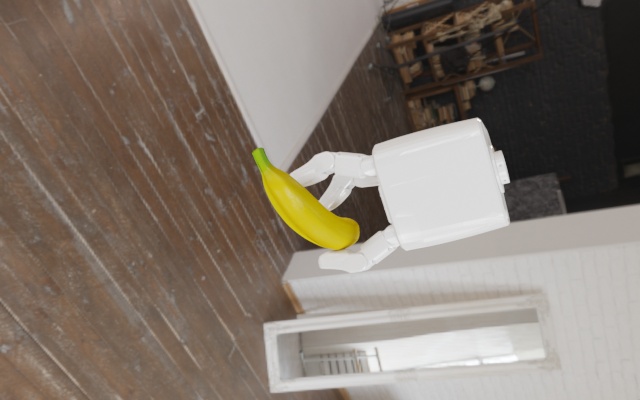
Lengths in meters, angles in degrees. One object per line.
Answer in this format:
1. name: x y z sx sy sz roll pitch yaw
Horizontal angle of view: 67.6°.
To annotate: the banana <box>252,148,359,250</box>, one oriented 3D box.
1. banana: 0.000 0.016 0.504 0.037 0.069 0.198 -20 -35 23
